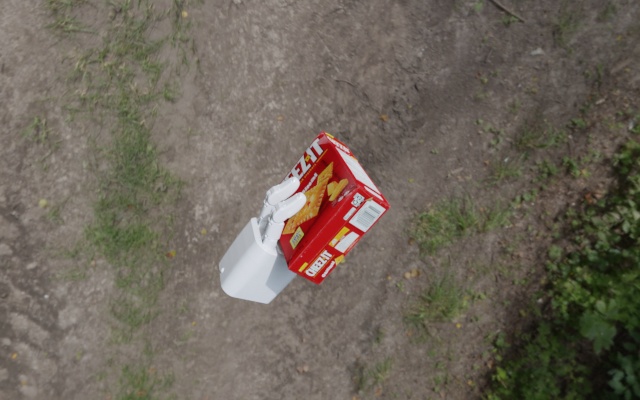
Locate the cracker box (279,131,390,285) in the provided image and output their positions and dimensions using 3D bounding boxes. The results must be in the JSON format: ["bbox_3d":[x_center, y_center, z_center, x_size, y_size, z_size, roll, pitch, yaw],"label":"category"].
[{"bbox_3d":[0.000,0.003,0.765,0.072,0.164,0.213,32,17,-29],"label":"cracker box"}]
